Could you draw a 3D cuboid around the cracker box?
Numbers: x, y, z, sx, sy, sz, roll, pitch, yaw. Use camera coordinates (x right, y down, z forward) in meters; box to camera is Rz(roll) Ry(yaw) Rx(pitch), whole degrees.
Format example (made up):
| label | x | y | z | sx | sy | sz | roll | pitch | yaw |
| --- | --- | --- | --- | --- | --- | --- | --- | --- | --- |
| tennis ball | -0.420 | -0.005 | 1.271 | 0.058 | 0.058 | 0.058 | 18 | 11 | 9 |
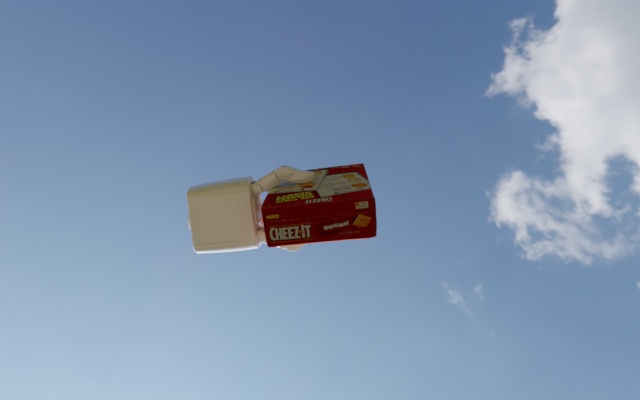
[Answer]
| label | x | y | z | sx | sy | sz | roll | pitch | yaw |
| --- | --- | --- | --- | --- | --- | --- | --- | --- | --- |
| cracker box | 0.000 | 0.002 | 0.780 | 0.164 | 0.072 | 0.213 | -6 | 17 | 3 |
